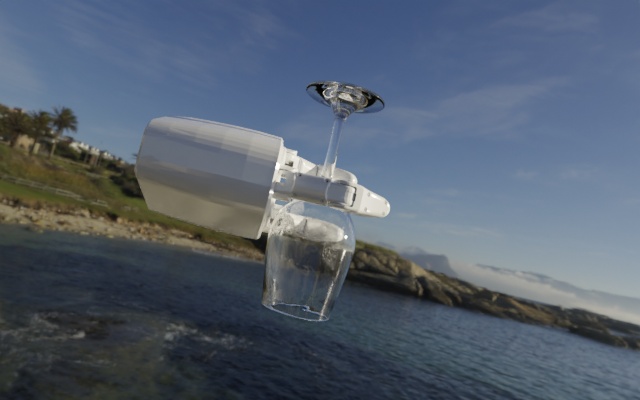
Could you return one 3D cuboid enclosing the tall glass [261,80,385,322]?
[{"bbox_3d":[0.000,0.001,0.428,0.079,0.201,0.079,13,-6,1],"label":"tall glass"}]
